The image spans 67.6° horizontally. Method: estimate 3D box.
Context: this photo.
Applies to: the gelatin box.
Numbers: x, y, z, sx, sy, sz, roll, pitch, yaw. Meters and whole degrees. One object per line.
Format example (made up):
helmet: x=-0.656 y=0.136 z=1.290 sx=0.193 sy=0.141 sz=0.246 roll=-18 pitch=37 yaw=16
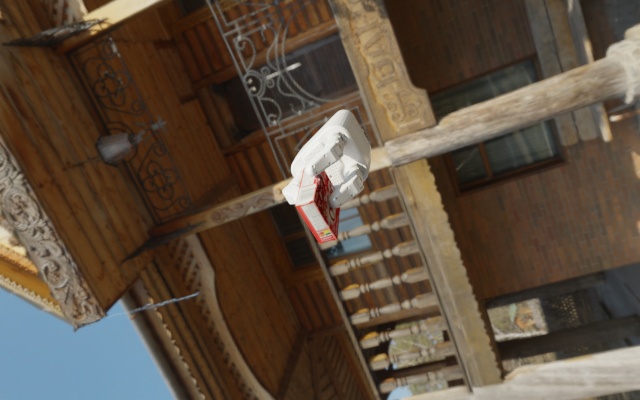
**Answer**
gelatin box: x=0.000 y=0.002 z=0.652 sx=0.030 sy=0.073 sz=0.089 roll=-17 pitch=35 yaw=20
